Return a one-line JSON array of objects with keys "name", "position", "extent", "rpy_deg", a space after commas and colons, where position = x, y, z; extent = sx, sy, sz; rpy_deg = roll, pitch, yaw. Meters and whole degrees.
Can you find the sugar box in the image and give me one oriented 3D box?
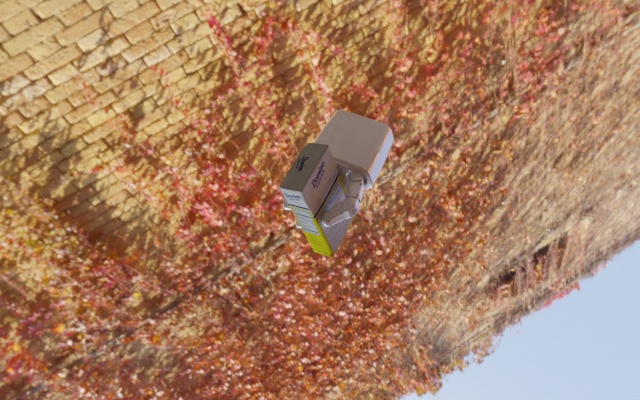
[{"name": "sugar box", "position": [0.000, 0.002, 0.748], "extent": [0.048, 0.093, 0.176], "rpy_deg": [11, -34, 30]}]
